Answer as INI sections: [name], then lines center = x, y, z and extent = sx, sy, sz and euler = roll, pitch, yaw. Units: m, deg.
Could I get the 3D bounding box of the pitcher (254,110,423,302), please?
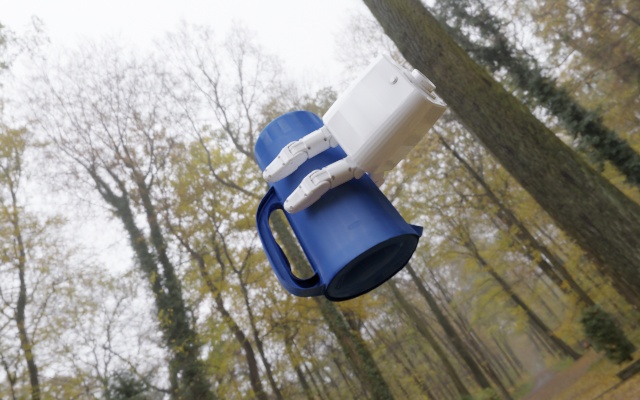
[pitcher]
center = 0.000, 0.002, 0.615
extent = 0.145, 0.242, 0.149
euler = -47, -32, 23
